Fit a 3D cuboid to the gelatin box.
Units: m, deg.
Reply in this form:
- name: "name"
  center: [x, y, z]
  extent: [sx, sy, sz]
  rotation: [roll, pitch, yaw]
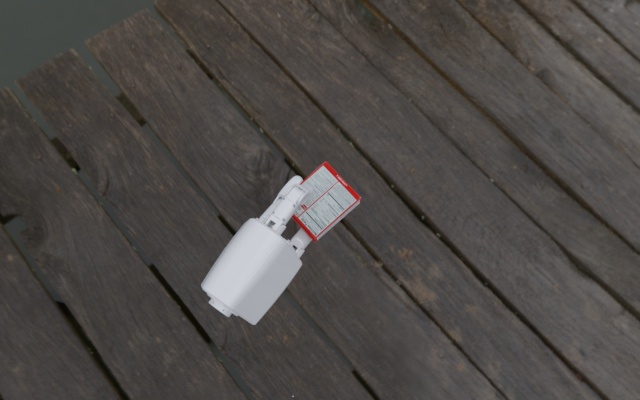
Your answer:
- name: "gelatin box"
  center: [0.000, 0.002, 0.664]
  extent: [0.089, 0.073, 0.030]
  rotation: [-42, -12, -8]
